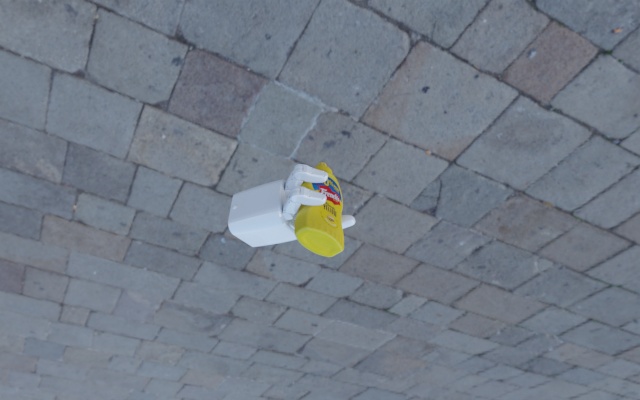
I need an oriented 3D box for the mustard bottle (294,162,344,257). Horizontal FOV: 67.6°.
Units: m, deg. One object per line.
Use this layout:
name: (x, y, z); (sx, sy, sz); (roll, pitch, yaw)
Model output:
mustard bottle: (0.000, 0.003, 0.870); (0.096, 0.191, 0.058); (33, -51, -31)
